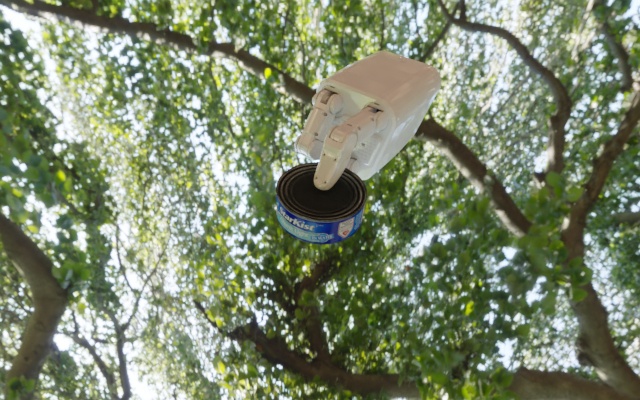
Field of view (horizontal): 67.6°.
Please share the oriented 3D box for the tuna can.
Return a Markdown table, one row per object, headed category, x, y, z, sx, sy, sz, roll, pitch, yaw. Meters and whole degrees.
| category | x | y | z | sx | sy | sz | roll | pitch | yaw |
| --- | --- | --- | --- | --- | --- | --- | --- | --- | --- |
| tuna can | 0.000 | 0.002 | 0.457 | 0.086 | 0.034 | 0.086 | 3 | 41 | -3 |
